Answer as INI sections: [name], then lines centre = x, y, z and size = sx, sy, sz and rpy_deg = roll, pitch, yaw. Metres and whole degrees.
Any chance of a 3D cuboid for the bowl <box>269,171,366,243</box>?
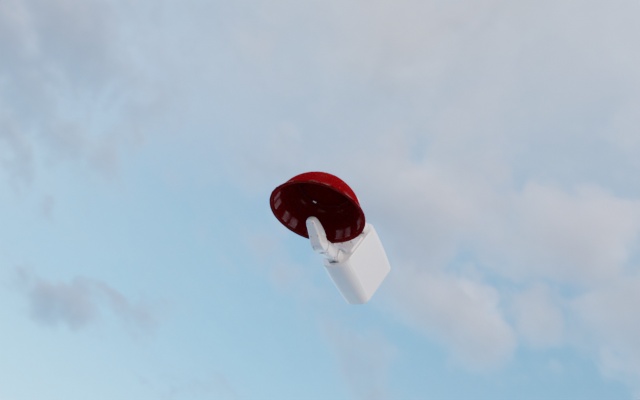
[bowl]
centre = 0.000, 0.001, 0.787
size = 0.162, 0.055, 0.162
rpy_deg = 12, -37, 9
